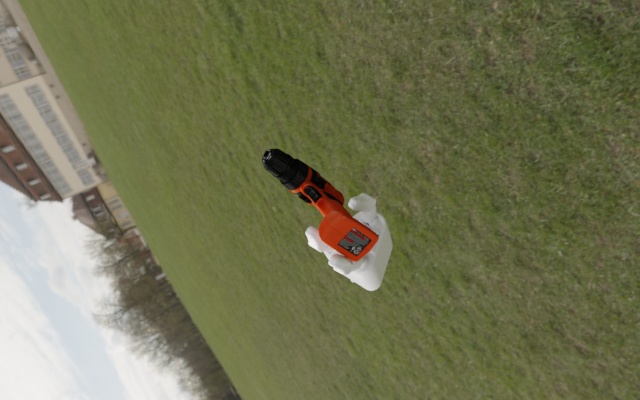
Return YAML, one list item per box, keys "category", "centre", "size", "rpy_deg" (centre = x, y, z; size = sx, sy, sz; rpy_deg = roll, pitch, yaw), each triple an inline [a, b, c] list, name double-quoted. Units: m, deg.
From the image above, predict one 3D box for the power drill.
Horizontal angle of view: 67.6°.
- category: "power drill"
  centre: [0.000, 0.003, 0.755]
  size: [0.184, 0.057, 0.187]
  rpy_deg: [33, 14, -39]
